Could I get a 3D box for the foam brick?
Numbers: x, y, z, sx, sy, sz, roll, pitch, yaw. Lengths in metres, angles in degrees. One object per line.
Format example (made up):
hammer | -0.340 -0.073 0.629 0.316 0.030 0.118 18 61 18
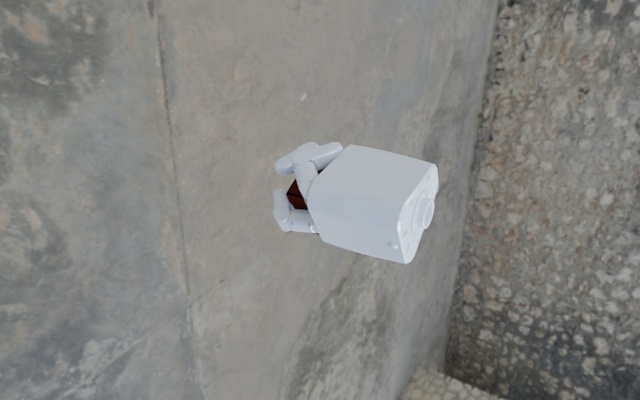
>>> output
foam brick | 0.000 0.002 0.595 0.051 0.053 0.078 14 -32 27
